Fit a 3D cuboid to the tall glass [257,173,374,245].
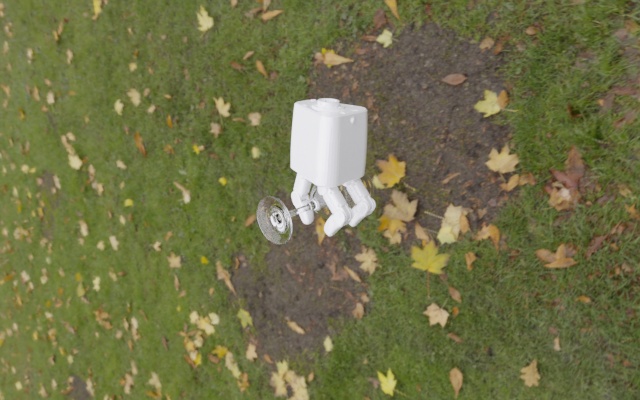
[{"bbox_3d":[0.000,0.003,0.754,0.079,0.079,0.201,0,15,45],"label":"tall glass"}]
